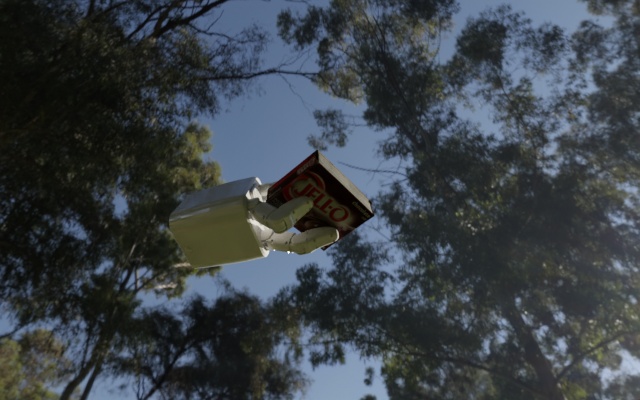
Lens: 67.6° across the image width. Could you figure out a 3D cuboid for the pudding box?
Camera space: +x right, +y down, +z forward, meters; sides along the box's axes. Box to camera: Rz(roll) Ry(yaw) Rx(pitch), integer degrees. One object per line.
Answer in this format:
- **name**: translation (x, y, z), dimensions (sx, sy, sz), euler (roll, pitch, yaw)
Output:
- **pudding box**: translation (0.000, 0.002, 0.618), dimensions (0.090, 0.039, 0.113), euler (-37, -60, 23)
